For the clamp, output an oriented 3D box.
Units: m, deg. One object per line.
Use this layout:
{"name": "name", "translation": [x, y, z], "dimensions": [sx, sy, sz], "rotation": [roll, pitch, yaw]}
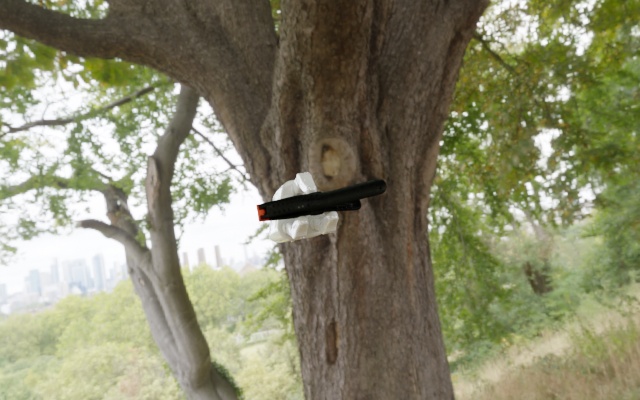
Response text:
{"name": "clamp", "translation": [-0.001, 0.002, 0.801], "dimensions": [0.210, 0.036, 0.164], "rotation": [-8, -11, -19]}
